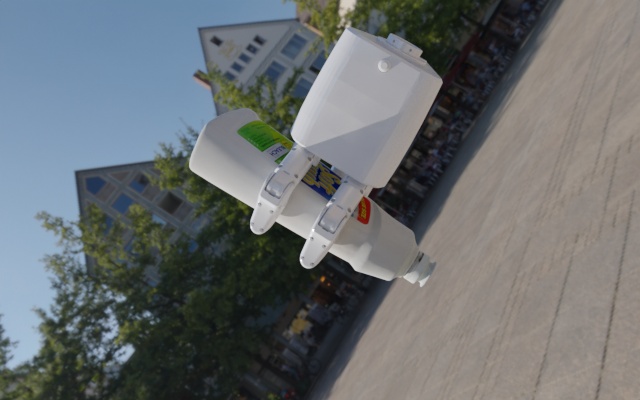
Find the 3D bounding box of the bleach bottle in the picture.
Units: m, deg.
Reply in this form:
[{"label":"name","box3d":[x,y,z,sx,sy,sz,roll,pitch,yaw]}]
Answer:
[{"label":"bleach bottle","box3d":[0.000,0.002,0.475,0.251,0.068,0.102,32,25,6]}]
